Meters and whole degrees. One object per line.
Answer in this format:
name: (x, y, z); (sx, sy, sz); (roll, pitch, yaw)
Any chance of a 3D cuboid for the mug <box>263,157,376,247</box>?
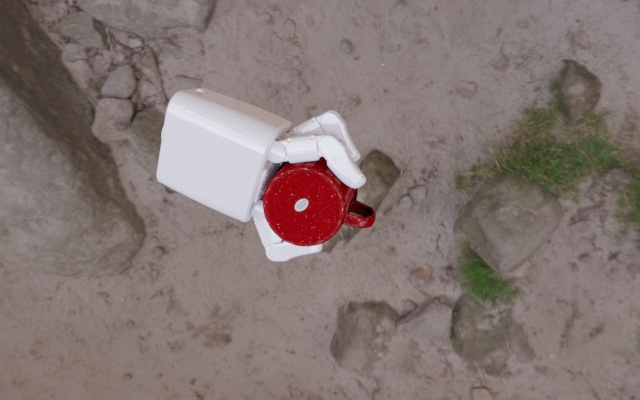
mug: (0.001, 0.002, 0.488); (0.117, 0.093, 0.081); (23, 17, 2)
